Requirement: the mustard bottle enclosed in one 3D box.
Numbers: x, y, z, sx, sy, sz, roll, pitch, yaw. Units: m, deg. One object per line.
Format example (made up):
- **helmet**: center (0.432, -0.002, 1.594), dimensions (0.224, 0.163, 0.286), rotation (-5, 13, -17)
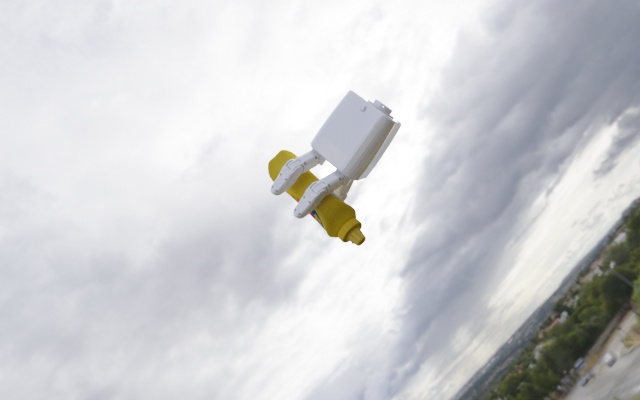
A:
- **mustard bottle**: center (0.000, 0.003, 0.754), dimensions (0.191, 0.058, 0.096), rotation (43, -7, 26)
